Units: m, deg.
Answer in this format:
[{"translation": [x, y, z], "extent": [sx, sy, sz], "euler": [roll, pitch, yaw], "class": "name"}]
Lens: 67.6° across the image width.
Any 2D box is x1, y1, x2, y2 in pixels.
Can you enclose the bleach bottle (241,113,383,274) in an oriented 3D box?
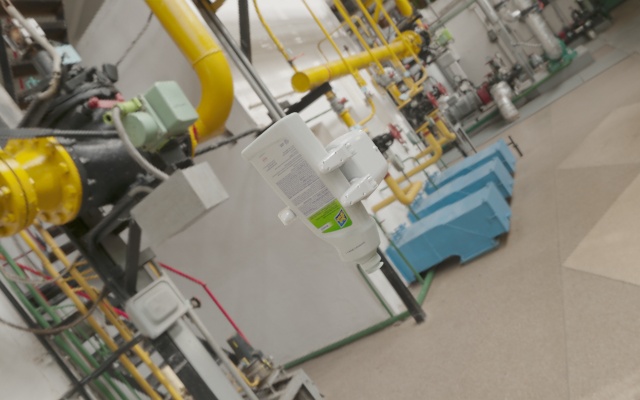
[{"translation": [0.000, 0.002, 0.691], "extent": [0.102, 0.251, 0.068], "euler": [-34, 5, 31], "class": "bleach bottle"}]
